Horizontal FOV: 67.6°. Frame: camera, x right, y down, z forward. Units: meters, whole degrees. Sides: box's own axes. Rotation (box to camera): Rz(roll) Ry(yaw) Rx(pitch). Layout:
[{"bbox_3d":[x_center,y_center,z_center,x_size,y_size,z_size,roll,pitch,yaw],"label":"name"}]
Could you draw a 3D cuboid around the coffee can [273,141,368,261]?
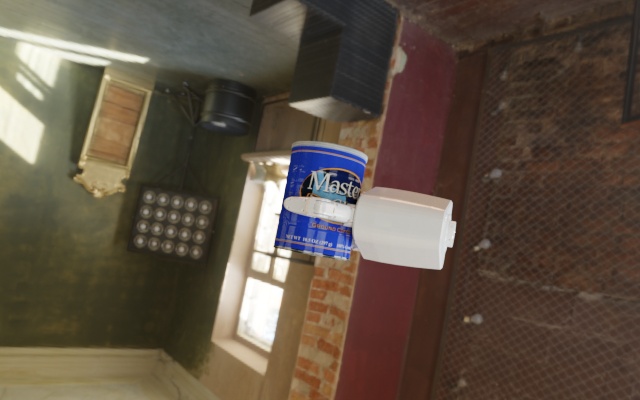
[{"bbox_3d":[0.000,0.002,0.632,0.103,0.140,0.103,10,-5,1],"label":"coffee can"}]
